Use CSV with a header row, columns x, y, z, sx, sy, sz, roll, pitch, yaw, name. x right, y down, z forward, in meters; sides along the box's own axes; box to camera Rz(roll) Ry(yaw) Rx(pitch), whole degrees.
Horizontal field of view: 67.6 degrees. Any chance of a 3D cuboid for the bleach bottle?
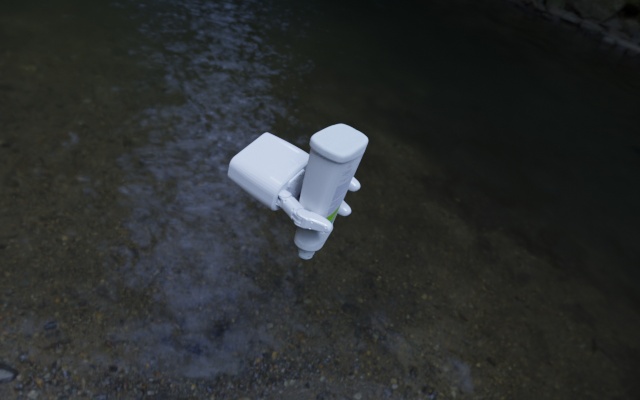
x,y,z,sx,sy,sz,roll,pitch,yaw,name
0.000,0.003,0.789,0.068,0.251,0.102,32,37,19,bleach bottle
